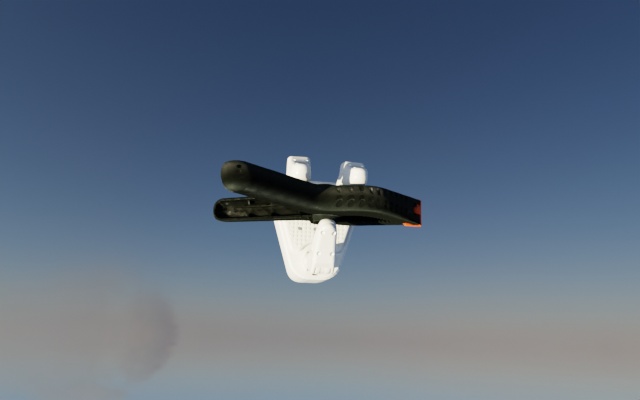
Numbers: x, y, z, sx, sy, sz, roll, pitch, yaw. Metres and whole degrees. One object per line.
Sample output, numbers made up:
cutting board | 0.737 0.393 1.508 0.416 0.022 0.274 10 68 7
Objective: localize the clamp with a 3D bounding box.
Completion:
clamp | 0.001 0.002 0.447 0.210 0.036 0.164 4 -12 -7
